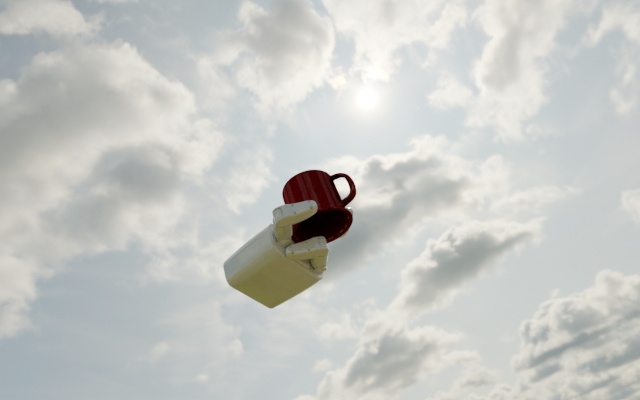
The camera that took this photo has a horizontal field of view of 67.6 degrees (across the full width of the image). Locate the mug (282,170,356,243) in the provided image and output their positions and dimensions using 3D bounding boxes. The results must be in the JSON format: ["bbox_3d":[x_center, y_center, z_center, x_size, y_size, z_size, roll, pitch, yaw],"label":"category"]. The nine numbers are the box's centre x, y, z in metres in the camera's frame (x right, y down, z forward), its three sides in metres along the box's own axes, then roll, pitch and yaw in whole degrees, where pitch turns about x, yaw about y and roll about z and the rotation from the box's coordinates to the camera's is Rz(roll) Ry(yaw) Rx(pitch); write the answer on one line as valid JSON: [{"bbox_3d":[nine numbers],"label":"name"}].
[{"bbox_3d":[0.001,0.001,0.699,0.117,0.081,0.093,-36,-38,21],"label":"mug"}]
